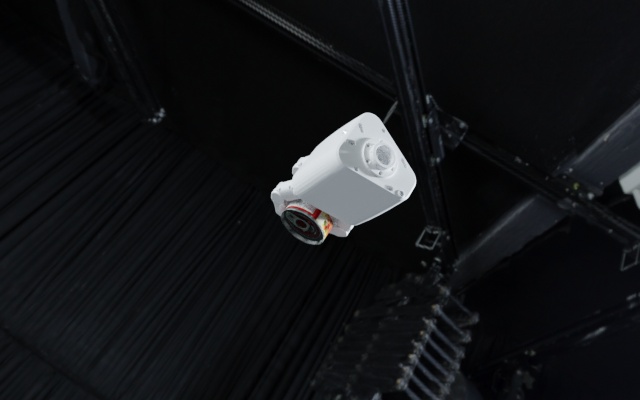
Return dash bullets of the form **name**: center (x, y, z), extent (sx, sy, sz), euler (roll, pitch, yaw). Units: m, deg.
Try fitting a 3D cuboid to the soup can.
- **soup can**: center (0.000, 0.002, 0.671), extent (0.068, 0.068, 0.102), euler (0, 43, 43)
